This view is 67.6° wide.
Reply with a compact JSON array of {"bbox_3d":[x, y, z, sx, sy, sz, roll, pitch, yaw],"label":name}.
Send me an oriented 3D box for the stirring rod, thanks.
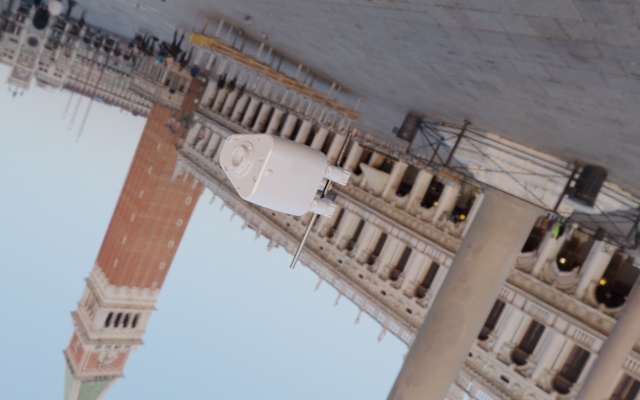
[{"bbox_3d":[0.000,0.002,0.777,0.011,0.239,0.011,23,7,-3],"label":"stirring rod"}]
